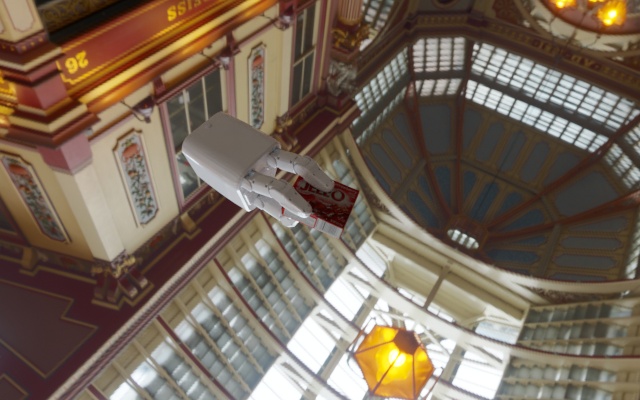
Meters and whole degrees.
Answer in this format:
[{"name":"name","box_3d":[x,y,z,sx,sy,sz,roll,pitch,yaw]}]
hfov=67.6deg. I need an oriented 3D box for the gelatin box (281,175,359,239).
[{"name":"gelatin box","box_3d":[0.000,0.003,0.659,0.089,0.073,0.030,23,-38,4]}]
